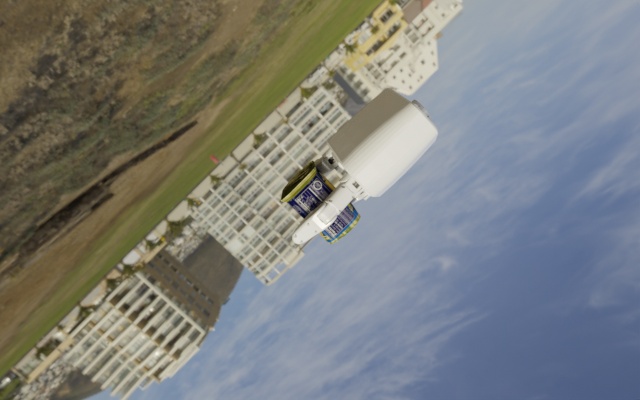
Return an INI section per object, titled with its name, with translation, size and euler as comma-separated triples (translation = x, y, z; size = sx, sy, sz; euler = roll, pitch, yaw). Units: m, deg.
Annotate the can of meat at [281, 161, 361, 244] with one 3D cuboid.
[can of meat]
translation = 0.000, 0.002, 0.603
size = 0.084, 0.057, 0.102
euler = 45, 6, -10
